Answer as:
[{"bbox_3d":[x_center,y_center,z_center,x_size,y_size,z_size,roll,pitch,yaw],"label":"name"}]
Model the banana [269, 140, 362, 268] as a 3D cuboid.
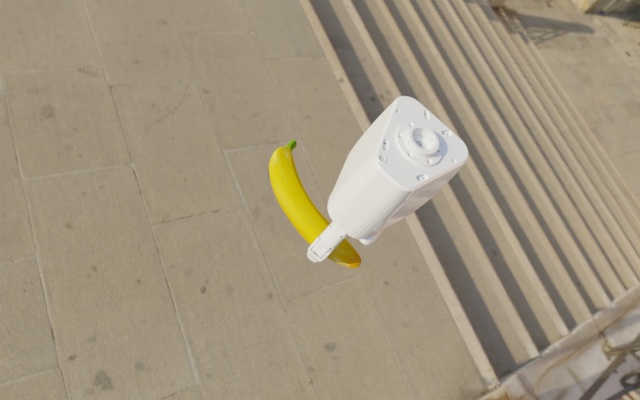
[{"bbox_3d":[-0.017,0.004,0.603,0.069,0.197,0.037,-17,-20,-30],"label":"banana"}]
